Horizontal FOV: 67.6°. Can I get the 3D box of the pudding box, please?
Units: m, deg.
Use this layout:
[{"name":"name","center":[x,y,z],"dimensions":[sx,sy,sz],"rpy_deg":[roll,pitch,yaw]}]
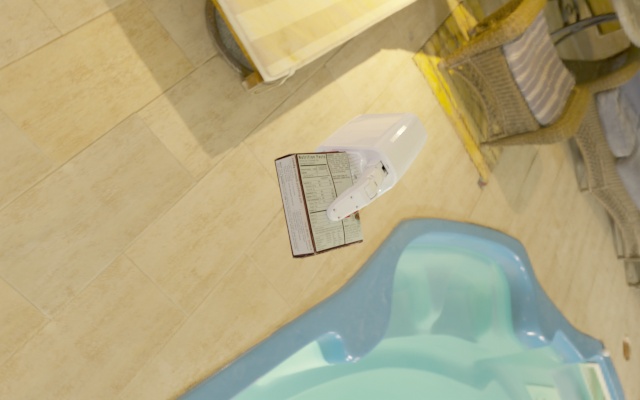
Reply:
[{"name":"pudding box","center":[0.000,0.002,0.538],"dimensions":[0.039,0.113,0.090],"rpy_deg":[-15,-5,42]}]
